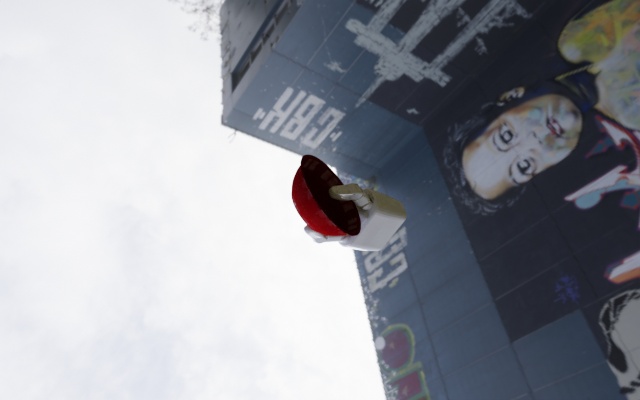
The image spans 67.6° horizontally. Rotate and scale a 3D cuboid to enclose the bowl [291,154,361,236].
[{"bbox_3d":[-0.001,0.002,0.813,0.055,0.162,0.162,-34,-14,21],"label":"bowl"}]
